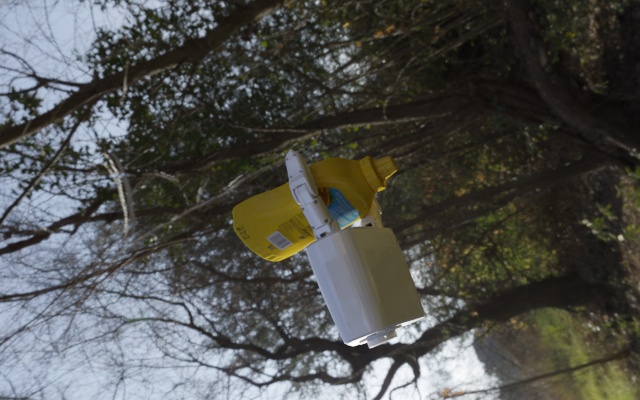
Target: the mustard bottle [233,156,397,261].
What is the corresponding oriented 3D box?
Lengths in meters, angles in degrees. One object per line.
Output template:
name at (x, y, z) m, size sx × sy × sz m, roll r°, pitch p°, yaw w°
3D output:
mustard bottle at (0.000, 0.002, 0.552) m, size 0.191 × 0.058 × 0.096 m, roll -28°, pitch -45°, yaw 17°
